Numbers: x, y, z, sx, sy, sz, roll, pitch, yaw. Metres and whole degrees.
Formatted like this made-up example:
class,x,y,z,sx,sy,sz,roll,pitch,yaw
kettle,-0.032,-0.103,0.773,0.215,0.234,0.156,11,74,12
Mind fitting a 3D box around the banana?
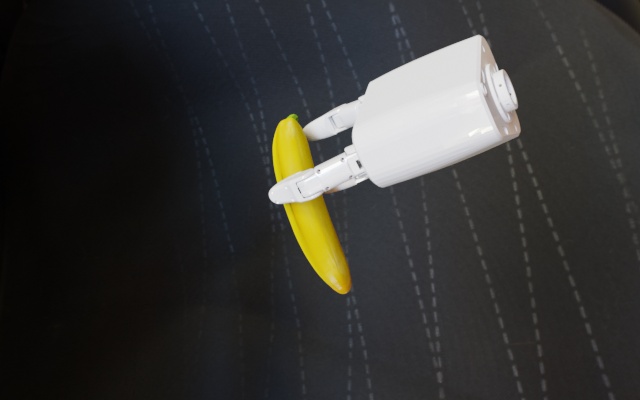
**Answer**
class,x,y,z,sx,sy,sz,roll,pitch,yaw
banana,-0.010,-0.002,0.470,0.037,0.197,0.069,-20,-10,29
